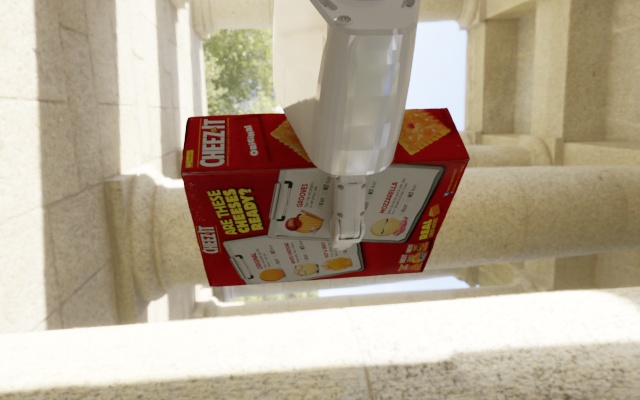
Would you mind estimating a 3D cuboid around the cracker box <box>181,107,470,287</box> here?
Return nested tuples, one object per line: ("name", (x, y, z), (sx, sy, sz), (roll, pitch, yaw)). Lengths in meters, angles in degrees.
("cracker box", (0.000, 0.002, 0.424), (0.214, 0.072, 0.164), (-3, -39, -6))
